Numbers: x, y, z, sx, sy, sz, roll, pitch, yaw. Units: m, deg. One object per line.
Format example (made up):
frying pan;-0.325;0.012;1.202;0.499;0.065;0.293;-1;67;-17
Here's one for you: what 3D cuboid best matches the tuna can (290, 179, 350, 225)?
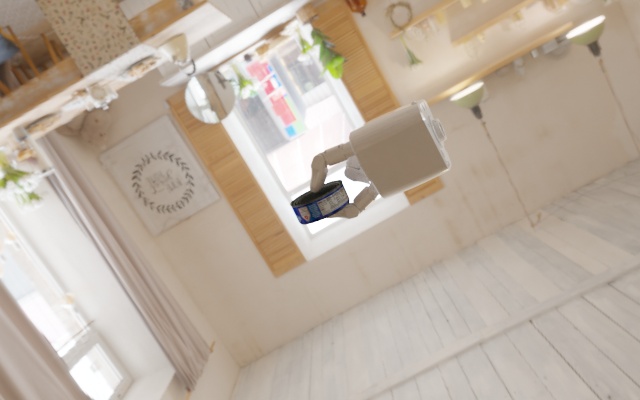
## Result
tuna can;0.000;0.003;0.710;0.086;0.034;0.086;-24;12;5
